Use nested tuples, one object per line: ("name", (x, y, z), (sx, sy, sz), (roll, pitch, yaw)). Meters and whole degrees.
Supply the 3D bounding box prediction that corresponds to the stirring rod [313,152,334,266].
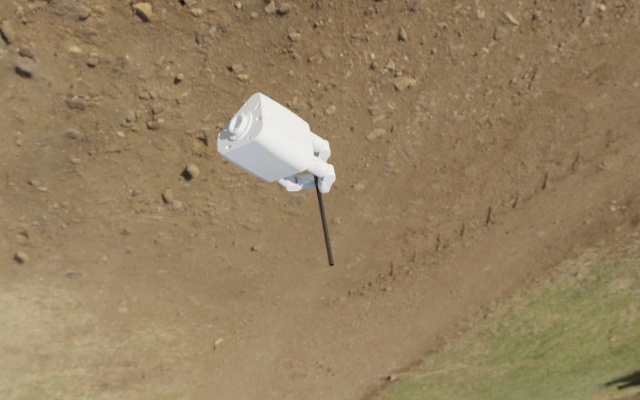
("stirring rod", (0.000, 0.003, 0.806), (0.011, 0.239, 0.011), (-7, -35, -5))
